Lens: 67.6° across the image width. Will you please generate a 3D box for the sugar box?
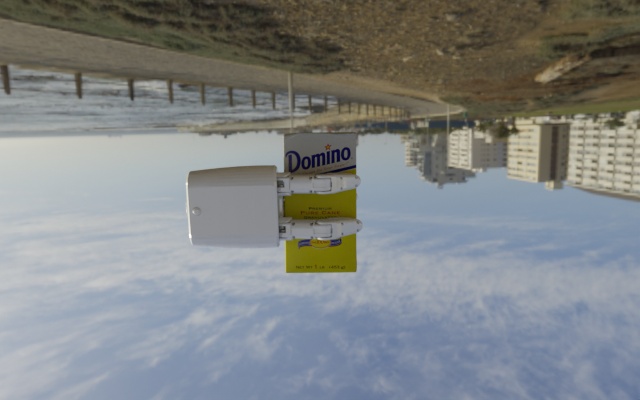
[{"bbox_3d":[0.000,0.002,0.608,0.093,0.176,0.048,-1,8,0],"label":"sugar box"}]
